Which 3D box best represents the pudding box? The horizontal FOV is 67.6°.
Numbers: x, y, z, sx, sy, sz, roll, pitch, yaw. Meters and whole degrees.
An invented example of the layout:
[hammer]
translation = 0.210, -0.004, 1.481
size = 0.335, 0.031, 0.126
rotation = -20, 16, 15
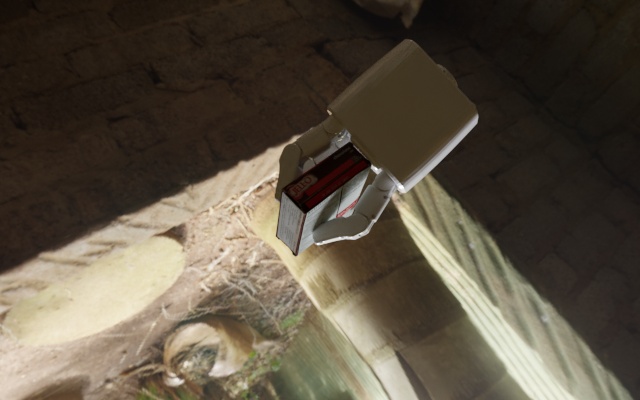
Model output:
[pudding box]
translation = 0.000, 0.002, 0.496
size = 0.090, 0.039, 0.114
rotation = -36, -19, -24
